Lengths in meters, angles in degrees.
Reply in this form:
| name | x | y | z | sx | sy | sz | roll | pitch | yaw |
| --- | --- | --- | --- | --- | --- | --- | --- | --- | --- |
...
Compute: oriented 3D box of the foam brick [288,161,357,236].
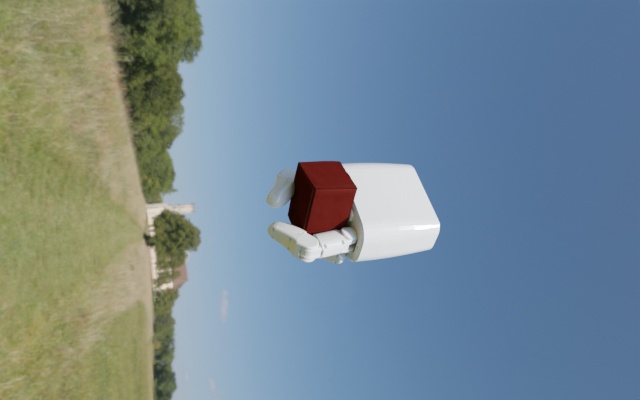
| name | x | y | z | sx | sy | sz | roll | pitch | yaw |
| --- | --- | --- | --- | --- | --- | --- | --- | --- | --- |
| foam brick | 0.000 | 0.002 | 0.525 | 0.051 | 0.078 | 0.053 | -4 | 40 | -22 |
